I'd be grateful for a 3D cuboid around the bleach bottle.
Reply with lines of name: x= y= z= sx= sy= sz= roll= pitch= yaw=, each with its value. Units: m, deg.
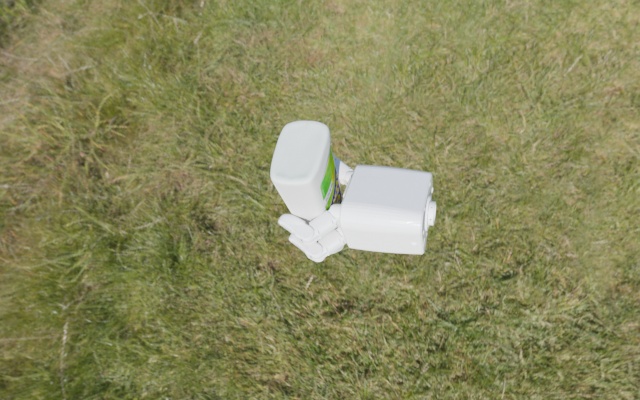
bleach bottle: x=0.000 y=0.002 z=0.693 sx=0.068 sy=0.102 sz=0.251 roll=5 pitch=-29 yaw=17
